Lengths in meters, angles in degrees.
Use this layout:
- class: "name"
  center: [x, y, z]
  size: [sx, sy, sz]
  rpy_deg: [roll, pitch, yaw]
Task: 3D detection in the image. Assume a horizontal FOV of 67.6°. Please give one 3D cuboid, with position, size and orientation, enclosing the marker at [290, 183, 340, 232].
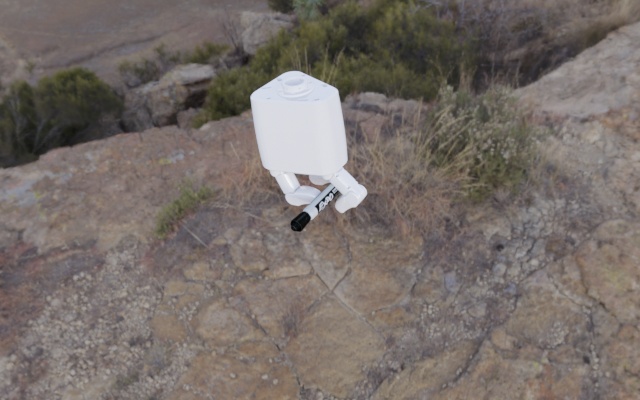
- class: "marker"
  center: [0.000, 0.002, 0.638]
  size: [0.020, 0.020, 0.121]
  rpy_deg: [0, 34, 44]
